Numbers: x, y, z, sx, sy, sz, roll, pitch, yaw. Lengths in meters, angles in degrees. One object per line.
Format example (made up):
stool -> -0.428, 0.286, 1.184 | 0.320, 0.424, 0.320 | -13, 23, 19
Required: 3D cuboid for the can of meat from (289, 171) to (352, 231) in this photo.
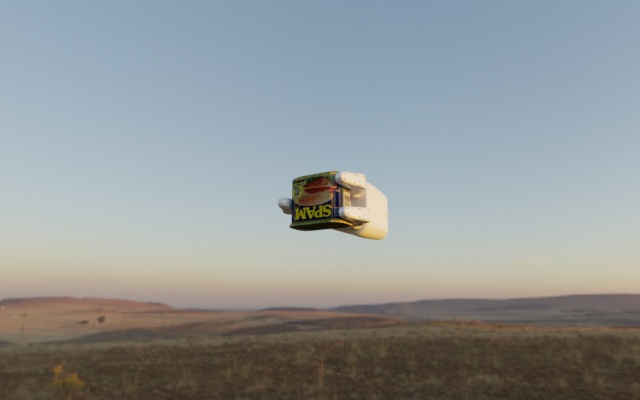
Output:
can of meat -> 0.000, 0.002, 0.786 | 0.102, 0.084, 0.057 | -8, -15, 30
